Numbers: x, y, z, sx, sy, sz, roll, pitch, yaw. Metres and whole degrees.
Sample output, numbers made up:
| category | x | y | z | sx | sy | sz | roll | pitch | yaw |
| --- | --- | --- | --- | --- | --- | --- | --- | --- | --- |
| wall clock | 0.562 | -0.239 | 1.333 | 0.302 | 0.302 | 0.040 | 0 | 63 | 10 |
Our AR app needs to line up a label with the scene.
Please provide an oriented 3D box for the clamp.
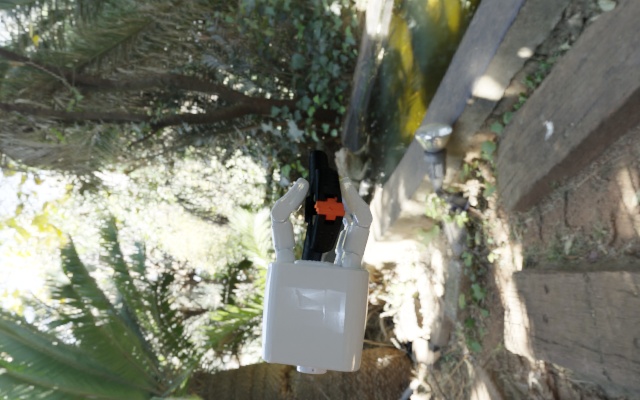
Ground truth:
| category | x | y | z | sx | sy | sz | roll | pitch | yaw |
| --- | --- | --- | --- | --- | --- | --- | --- | --- | --- |
| clamp | -0.001 | 0.002 | 0.561 | 0.036 | 0.164 | 0.210 | 4 | -9 | -5 |
